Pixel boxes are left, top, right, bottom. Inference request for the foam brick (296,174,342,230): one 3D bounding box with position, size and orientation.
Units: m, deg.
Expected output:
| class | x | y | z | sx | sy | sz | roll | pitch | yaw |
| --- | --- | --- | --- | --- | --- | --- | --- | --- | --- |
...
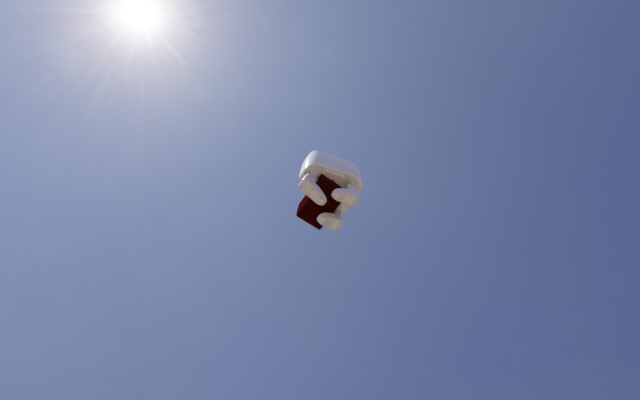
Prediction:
| class | x | y | z | sx | sy | sz | roll | pitch | yaw |
| --- | --- | --- | --- | --- | --- | --- | --- | --- | --- |
| foam brick | 0.000 | 0.003 | 0.863 | 0.053 | 0.078 | 0.051 | 34 | 18 | -12 |
